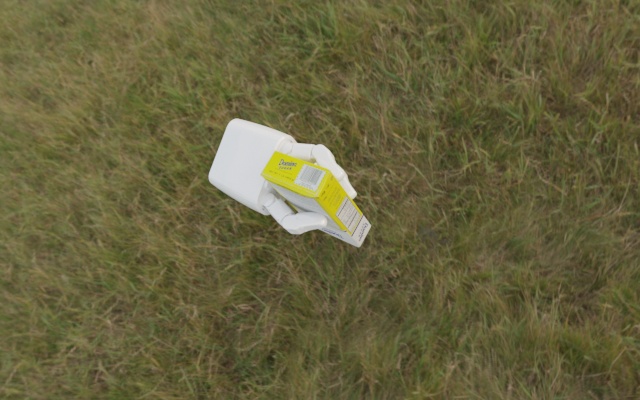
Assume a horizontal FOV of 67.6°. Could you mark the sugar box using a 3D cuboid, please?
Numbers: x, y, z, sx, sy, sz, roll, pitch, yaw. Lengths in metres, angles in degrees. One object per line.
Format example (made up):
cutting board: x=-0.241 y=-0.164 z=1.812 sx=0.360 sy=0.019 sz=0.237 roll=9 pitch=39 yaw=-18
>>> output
sugar box: x=0.000 y=0.002 z=0.662 sx=0.093 sy=0.048 sz=0.176 roll=23 pitch=-12 yaw=31
